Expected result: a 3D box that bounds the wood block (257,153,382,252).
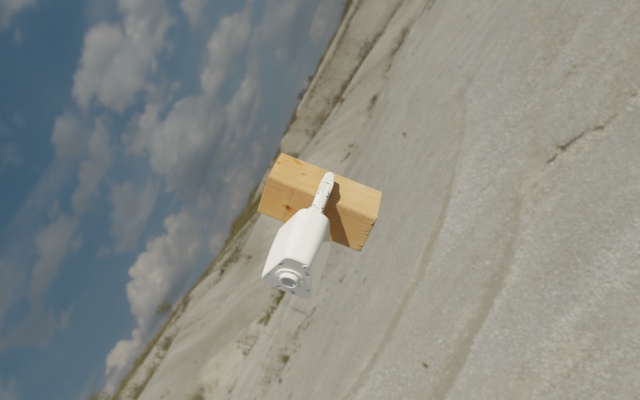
[{"bbox_3d":[0.000,0.003,0.894,0.206,0.091,0.090,22,36,-1],"label":"wood block"}]
